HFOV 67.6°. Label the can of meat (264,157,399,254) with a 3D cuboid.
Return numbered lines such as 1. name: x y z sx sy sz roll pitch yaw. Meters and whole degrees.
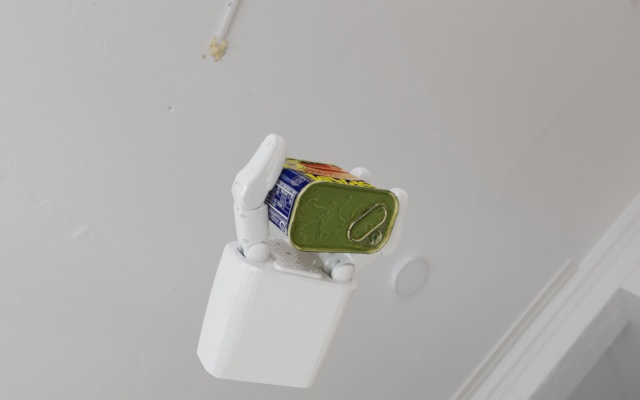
1. can of meat: 0.000 0.001 0.405 0.102 0.057 0.084 6 17 -36
